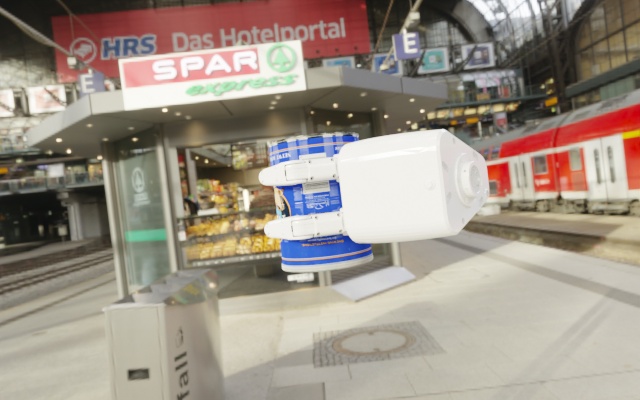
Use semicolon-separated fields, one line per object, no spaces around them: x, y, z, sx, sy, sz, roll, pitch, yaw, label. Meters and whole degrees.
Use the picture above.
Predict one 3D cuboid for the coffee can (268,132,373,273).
0.000;0.002;0.534;0.103;0.140;0.103;-7;1;0;coffee can
